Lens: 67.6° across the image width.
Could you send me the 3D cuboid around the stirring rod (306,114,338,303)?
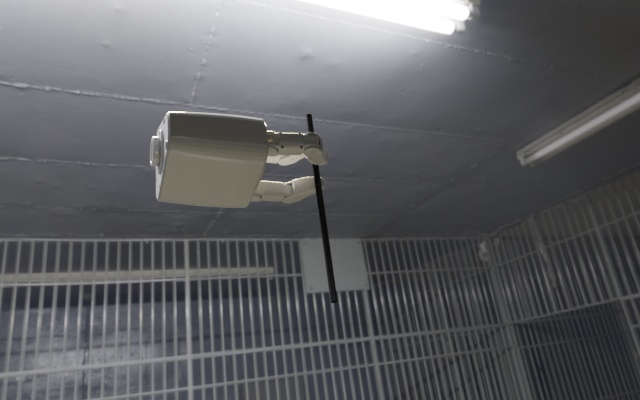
[{"bbox_3d":[0.000,0.002,0.573,0.011,0.239,0.011,-7,-21,-3],"label":"stirring rod"}]
